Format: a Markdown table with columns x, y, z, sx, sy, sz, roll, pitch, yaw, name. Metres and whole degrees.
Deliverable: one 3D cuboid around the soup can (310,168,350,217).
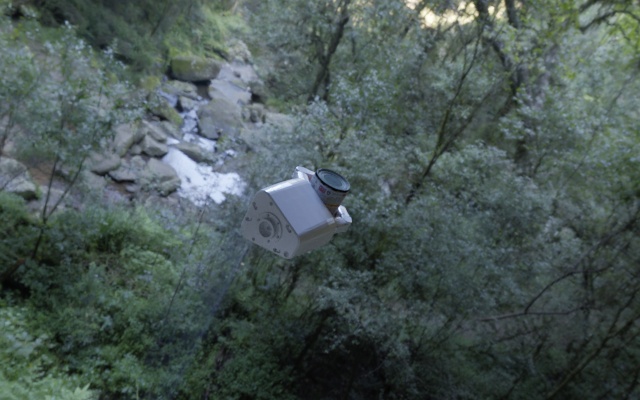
| x | y | z | sx | sy | sz | roll | pitch | yaw | name |
| --- | --- | --- | --- | --- | --- | --- | --- | --- | --- |
| 0.001 | 0.002 | 0.837 | 0.068 | 0.102 | 0.068 | 23 | 27 | -13 | soup can |
